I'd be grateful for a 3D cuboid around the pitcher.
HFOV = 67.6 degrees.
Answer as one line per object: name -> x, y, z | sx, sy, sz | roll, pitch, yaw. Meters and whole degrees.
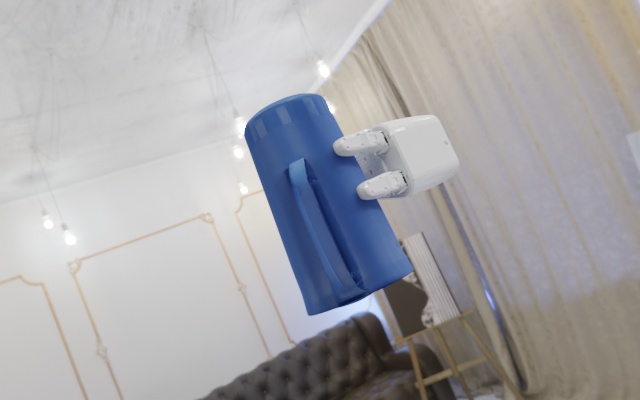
pitcher -> 0.000, 0.002, 0.555 | 0.145, 0.243, 0.149 | -19, -8, -36
